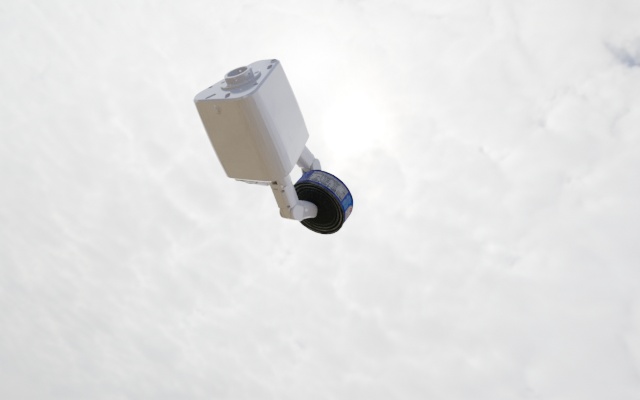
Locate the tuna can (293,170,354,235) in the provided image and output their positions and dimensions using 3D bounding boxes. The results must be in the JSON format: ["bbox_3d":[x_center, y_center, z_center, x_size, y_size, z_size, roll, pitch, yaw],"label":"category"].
[{"bbox_3d":[0.000,0.002,0.636,0.086,0.086,0.033,0,35,35],"label":"tuna can"}]
